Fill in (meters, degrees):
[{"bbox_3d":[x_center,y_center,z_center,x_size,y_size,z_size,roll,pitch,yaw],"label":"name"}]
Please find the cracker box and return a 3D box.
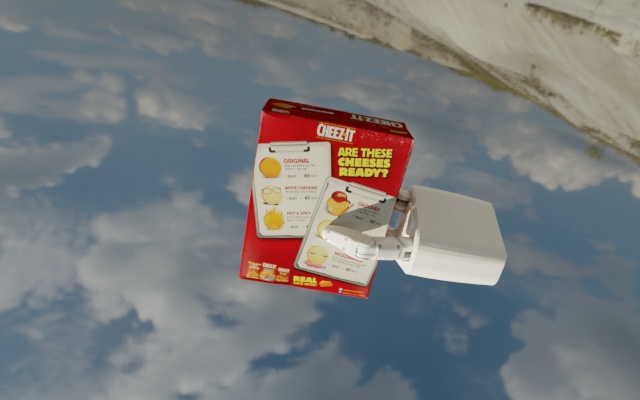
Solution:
[{"bbox_3d":[0.000,0.002,0.565,0.164,0.214,0.072,10,25,-5],"label":"cracker box"}]
